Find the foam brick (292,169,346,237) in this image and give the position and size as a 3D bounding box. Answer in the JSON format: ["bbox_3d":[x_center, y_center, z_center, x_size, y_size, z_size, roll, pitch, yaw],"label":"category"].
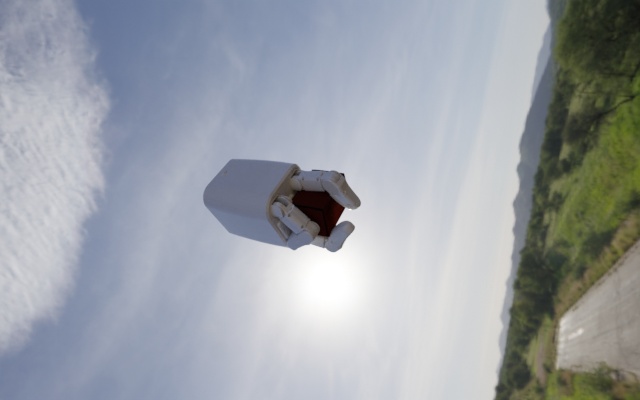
[{"bbox_3d":[0.000,0.002,0.650,0.051,0.053,0.078,9,44,24],"label":"foam brick"}]
